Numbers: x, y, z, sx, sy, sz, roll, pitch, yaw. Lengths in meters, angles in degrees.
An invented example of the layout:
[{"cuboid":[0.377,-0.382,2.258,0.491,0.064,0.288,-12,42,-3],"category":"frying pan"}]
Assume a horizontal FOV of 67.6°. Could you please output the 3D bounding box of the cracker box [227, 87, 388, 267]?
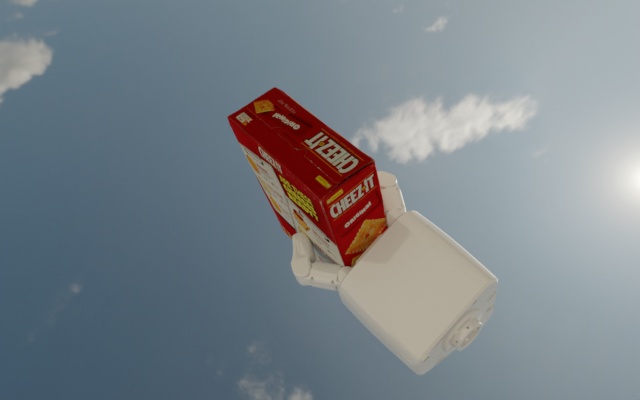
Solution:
[{"cuboid":[0.000,0.002,0.530,0.072,0.214,0.164,-38,53,-14],"category":"cracker box"}]
